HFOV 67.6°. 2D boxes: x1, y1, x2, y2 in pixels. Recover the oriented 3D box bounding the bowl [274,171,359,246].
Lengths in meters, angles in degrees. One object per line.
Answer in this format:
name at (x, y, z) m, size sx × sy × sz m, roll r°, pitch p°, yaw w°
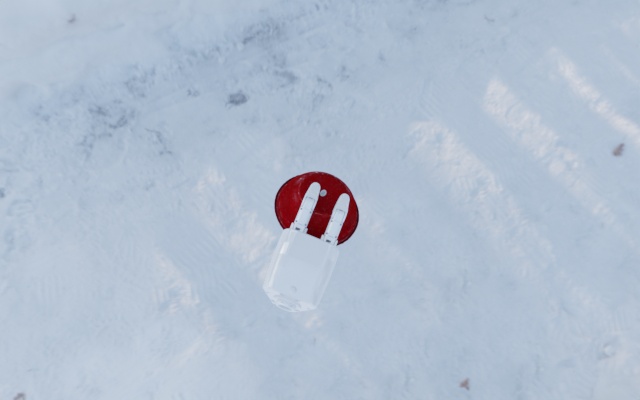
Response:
bowl at (0.000, 0.001, 0.862) m, size 0.162 × 0.162 × 0.055 m, roll 0°, pitch -33°, yaw -16°
